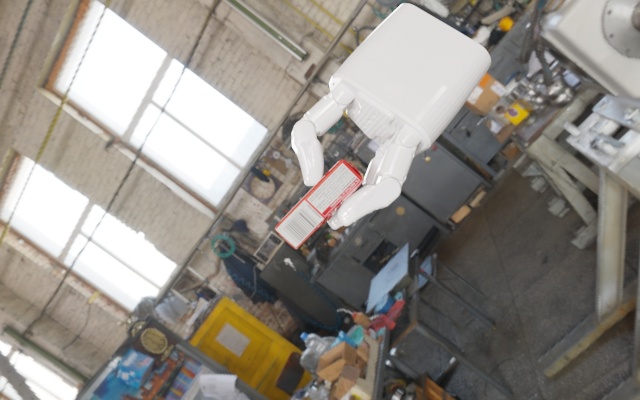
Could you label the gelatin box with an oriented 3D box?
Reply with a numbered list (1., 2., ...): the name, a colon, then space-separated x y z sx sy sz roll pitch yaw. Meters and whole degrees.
1. gelatin box: -0.001 0.001 0.450 0.030 0.089 0.073 44 2 -2
